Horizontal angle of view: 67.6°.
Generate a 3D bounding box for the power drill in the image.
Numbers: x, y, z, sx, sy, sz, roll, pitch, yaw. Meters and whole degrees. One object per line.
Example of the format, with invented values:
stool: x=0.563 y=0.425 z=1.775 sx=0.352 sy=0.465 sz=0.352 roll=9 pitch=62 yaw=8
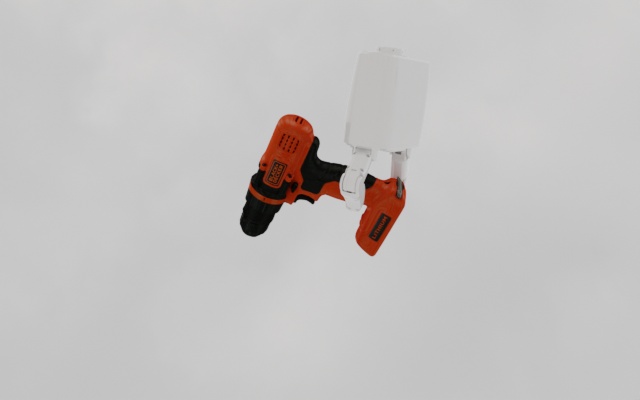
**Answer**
power drill: x=0.001 y=0.002 z=0.615 sx=0.187 sy=0.184 sz=0.057 roll=23 pitch=33 yaw=-7
